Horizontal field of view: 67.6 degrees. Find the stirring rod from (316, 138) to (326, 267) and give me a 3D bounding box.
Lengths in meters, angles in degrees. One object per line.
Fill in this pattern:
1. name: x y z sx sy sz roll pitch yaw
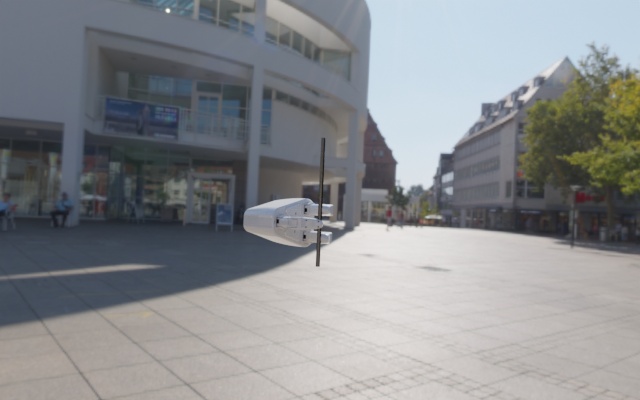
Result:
1. stirring rod: 0.000 0.003 0.892 0.011 0.239 0.011 3 -2 0
